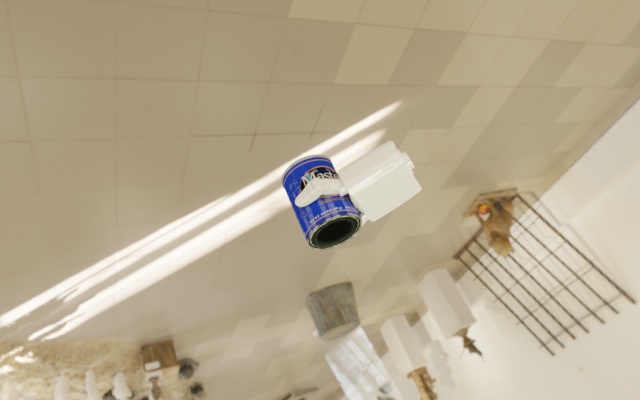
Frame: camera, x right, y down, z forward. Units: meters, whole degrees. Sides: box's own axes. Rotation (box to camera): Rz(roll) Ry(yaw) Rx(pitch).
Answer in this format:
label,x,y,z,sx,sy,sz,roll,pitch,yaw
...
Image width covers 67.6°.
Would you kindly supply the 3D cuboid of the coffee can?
label,x,y,z,sx,sy,sz,roll,pitch,yaw
coffee can,0.000,0.003,0.851,0.103,0.140,0.103,-18,-32,-12
